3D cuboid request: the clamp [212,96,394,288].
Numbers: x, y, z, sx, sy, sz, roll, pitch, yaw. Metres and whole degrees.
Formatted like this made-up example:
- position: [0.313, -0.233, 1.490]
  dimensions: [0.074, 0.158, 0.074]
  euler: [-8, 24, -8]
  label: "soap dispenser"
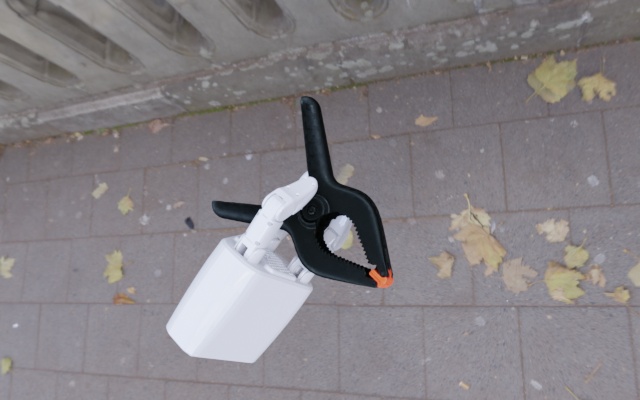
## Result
- position: [0.000, 0.002, 0.483]
  dimensions: [0.210, 0.164, 0.036]
  euler: [38, 7, 24]
  label: "clamp"
